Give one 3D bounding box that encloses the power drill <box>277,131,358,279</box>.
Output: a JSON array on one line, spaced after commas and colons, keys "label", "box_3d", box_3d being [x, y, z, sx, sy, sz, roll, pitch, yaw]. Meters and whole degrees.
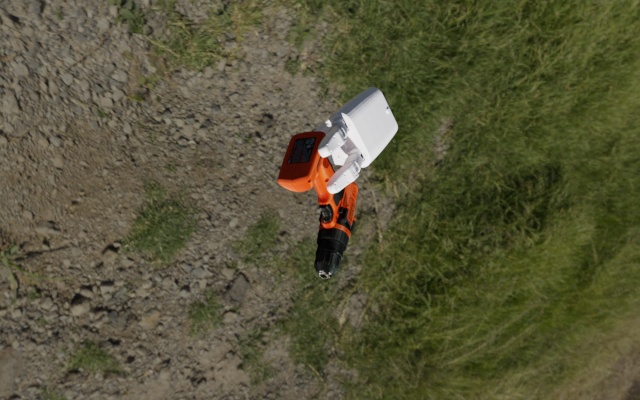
[{"label": "power drill", "box_3d": [0.000, 0.002, 0.732, 0.057, 0.184, 0.188, -3, -38, 22]}]
